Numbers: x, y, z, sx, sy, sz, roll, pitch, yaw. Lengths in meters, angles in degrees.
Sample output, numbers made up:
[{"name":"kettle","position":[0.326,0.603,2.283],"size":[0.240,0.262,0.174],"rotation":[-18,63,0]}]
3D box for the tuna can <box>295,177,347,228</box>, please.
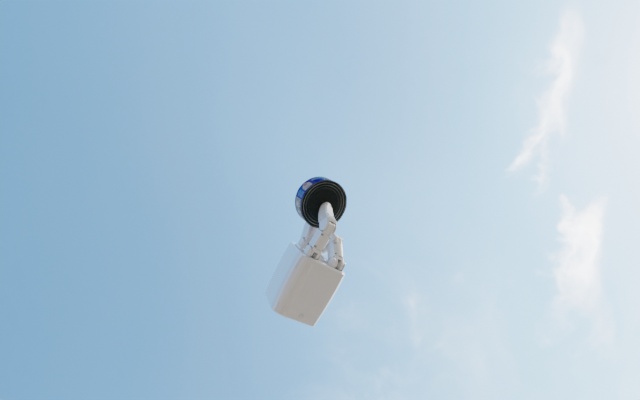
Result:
[{"name":"tuna can","position":[0.000,0.002,0.822],"size":[0.086,0.086,0.033],"rotation":[0,16,-26]}]
